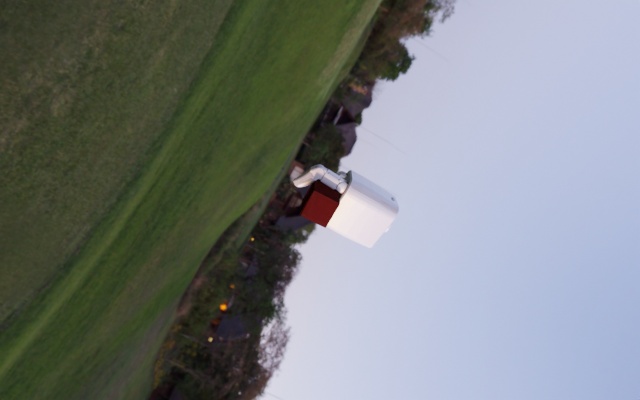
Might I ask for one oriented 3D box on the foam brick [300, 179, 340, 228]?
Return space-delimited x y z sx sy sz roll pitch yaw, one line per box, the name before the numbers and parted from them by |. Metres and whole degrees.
foam brick | 0.000 0.003 0.832 0.051 0.053 0.078 29 18 -8
